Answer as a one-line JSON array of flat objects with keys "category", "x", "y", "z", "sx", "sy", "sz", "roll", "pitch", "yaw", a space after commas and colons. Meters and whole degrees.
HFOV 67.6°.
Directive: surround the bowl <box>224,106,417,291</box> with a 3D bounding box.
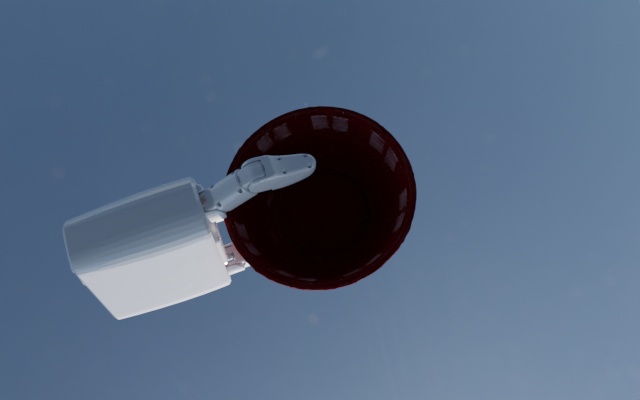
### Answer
[{"category": "bowl", "x": 0.001, "y": 0.001, "z": 0.417, "sx": 0.162, "sy": 0.162, "sz": 0.055, "roll": 0, "pitch": -19, "yaw": 7}]
